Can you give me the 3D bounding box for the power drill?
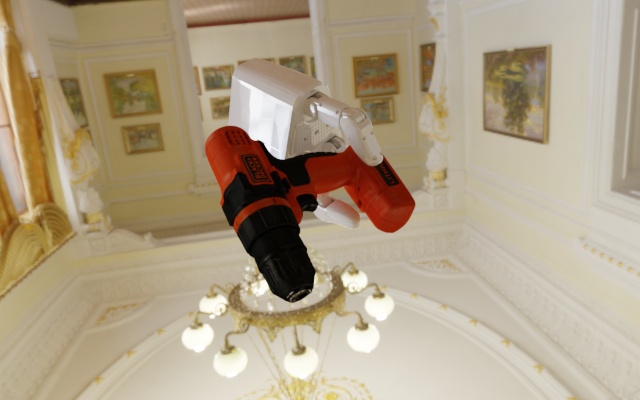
[{"bbox_3d":[0.000,0.001,0.456,0.187,0.184,0.057,-4,-38,-37],"label":"power drill"}]
